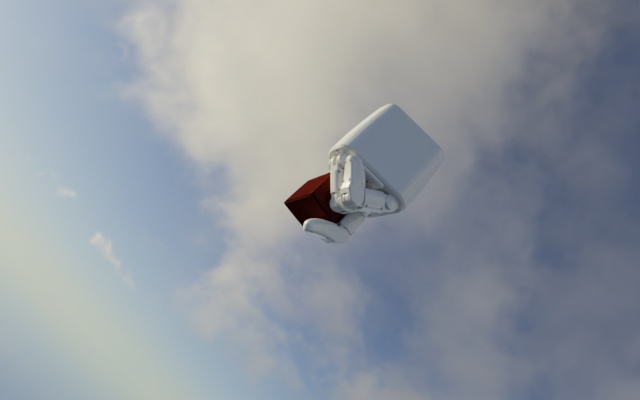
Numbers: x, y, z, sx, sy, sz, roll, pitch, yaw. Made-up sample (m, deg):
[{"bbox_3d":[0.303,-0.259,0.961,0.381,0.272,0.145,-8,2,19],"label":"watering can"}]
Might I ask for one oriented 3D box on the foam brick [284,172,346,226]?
[{"bbox_3d":[0.000,0.002,0.629,0.051,0.053,0.078,-45,15,-28],"label":"foam brick"}]
